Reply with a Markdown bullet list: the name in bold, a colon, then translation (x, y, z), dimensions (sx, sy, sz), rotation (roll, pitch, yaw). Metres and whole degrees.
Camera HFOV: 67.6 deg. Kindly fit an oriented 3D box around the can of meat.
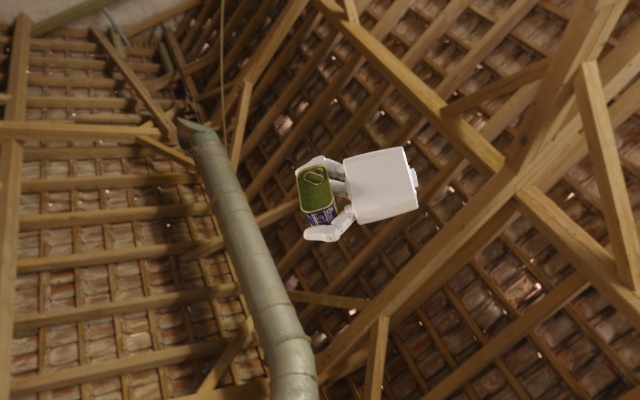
- **can of meat**: translation (0.000, 0.003, 0.835), dimensions (0.057, 0.102, 0.084), rotation (-17, -41, 6)
